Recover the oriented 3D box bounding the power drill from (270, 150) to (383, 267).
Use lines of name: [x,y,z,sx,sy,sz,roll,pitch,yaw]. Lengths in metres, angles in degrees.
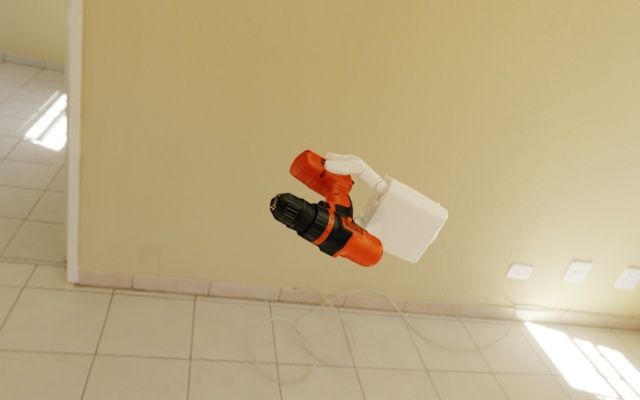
power drill: [0.000,0.002,0.707,0.184,0.057,0.187,31,27,-27]
